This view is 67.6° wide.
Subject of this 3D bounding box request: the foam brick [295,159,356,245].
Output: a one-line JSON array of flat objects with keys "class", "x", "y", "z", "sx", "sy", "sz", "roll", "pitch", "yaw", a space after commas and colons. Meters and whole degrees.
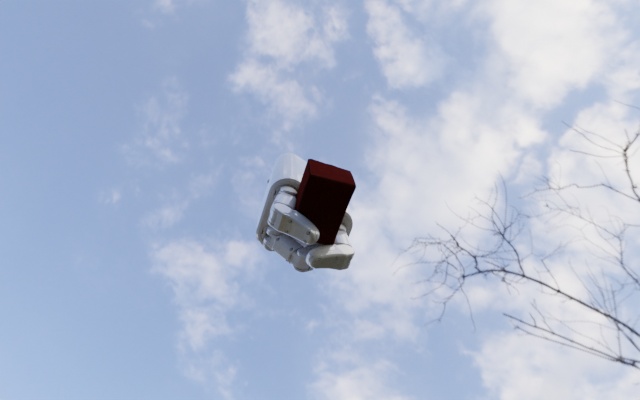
[{"class": "foam brick", "x": 0.000, "y": 0.002, "z": 0.529, "sx": 0.053, "sy": 0.078, "sz": 0.051, "roll": 16, "pitch": 23, "yaw": -10}]
